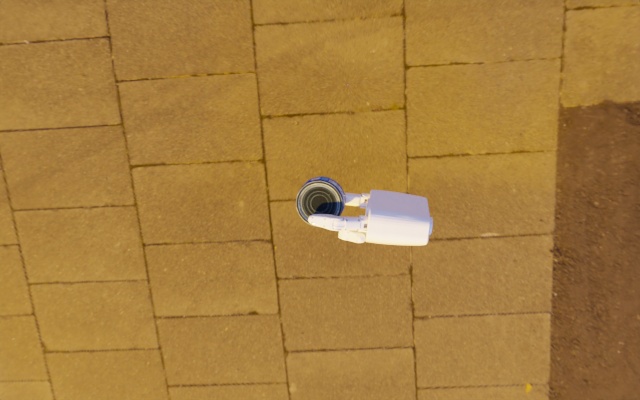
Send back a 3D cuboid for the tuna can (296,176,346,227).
[{"bbox_3d":[0.000,0.003,0.839,0.086,0.086,0.033,0,13,9],"label":"tuna can"}]
